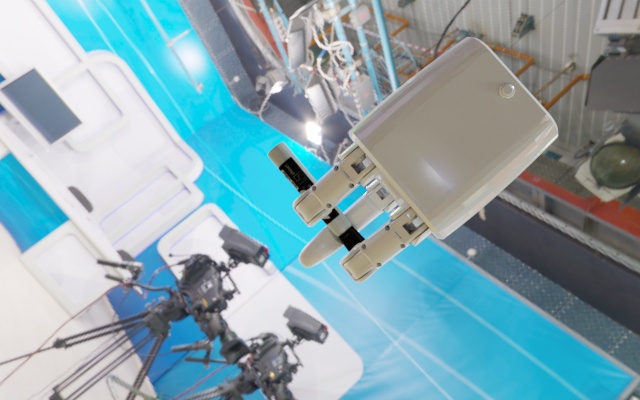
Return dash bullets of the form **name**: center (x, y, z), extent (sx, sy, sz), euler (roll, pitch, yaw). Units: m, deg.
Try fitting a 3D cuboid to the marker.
- **marker**: center (0.000, 0.001, 0.406), extent (0.020, 0.121, 0.020), euler (-40, -4, -3)
